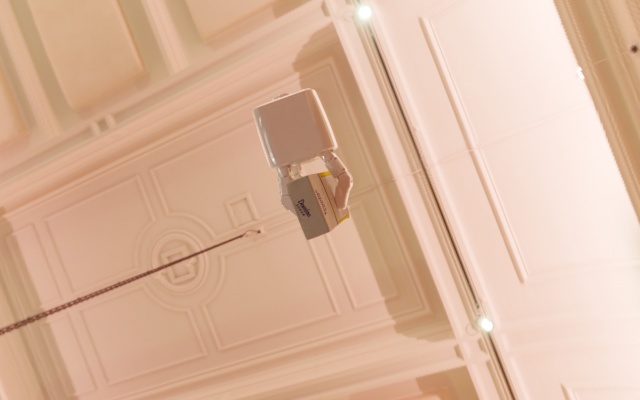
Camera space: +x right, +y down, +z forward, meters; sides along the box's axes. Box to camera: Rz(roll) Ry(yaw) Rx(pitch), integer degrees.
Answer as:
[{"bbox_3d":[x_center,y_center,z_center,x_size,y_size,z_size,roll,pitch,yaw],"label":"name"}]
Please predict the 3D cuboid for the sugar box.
[{"bbox_3d":[0.000,0.003,0.786,0.048,0.093,0.176,-21,0,17],"label":"sugar box"}]
